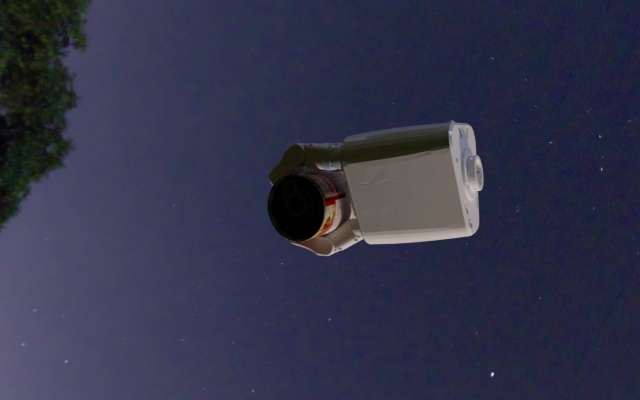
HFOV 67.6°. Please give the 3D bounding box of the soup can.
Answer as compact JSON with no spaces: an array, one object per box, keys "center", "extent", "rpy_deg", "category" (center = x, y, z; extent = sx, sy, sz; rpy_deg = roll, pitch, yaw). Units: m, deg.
[{"center":[0.000,0.002,0.516],"extent":[0.068,0.068,0.102],"rpy_deg":[0,7,30],"category":"soup can"}]
